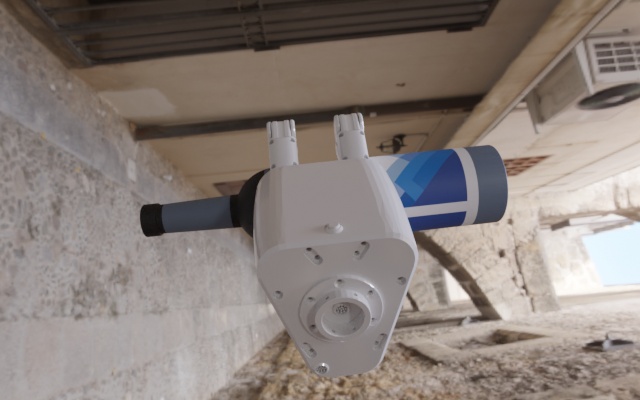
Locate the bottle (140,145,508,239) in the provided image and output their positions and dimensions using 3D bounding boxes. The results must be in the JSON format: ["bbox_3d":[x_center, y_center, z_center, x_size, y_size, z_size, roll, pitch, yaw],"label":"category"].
[{"bbox_3d":[0.000,0.001,0.403,0.296,0.069,0.069,-6,0,-2],"label":"bottle"}]
